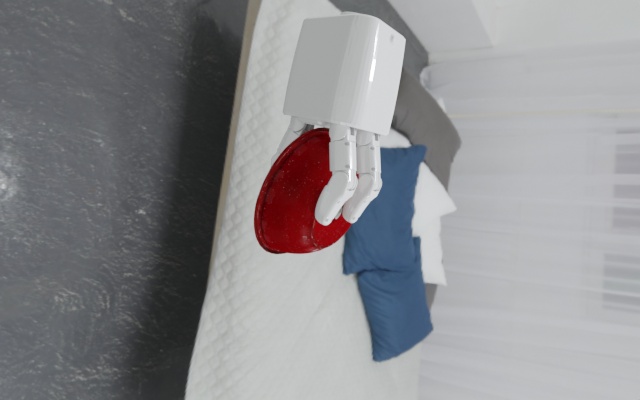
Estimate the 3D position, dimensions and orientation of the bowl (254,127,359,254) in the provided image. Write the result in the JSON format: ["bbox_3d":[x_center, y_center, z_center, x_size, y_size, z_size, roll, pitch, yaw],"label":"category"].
[{"bbox_3d":[0.000,0.003,0.546,0.055,0.162,0.162,29,15,29],"label":"bowl"}]
